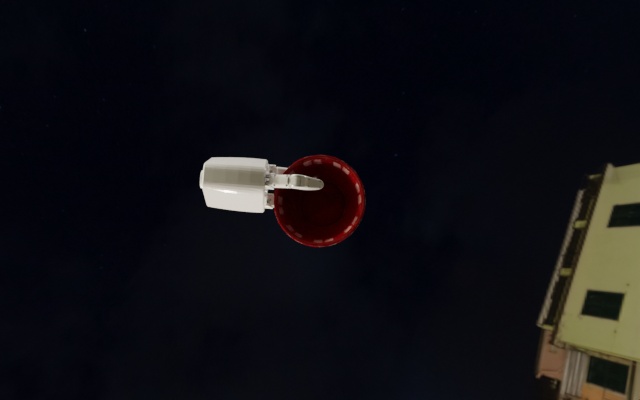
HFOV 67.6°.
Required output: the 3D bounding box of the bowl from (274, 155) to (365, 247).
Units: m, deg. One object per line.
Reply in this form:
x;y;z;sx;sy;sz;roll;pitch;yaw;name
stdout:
0.001;0.003;0.856;0.162;0.162;0.055;0;-7;6;bowl
